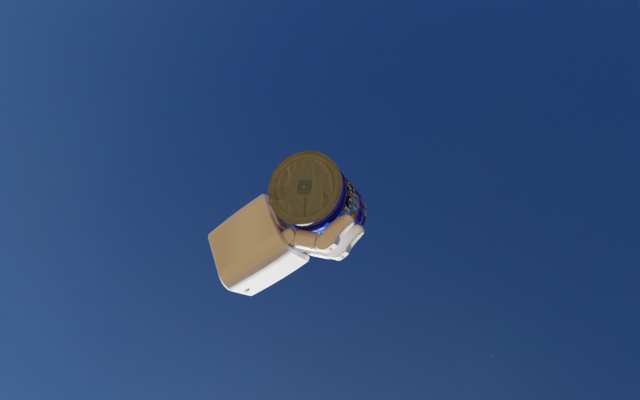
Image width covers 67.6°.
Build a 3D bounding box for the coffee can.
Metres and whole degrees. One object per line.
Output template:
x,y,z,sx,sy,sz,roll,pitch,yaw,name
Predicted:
0.000,0.002,0.685,0.103,0.102,0.140,0,-17,20,coffee can
